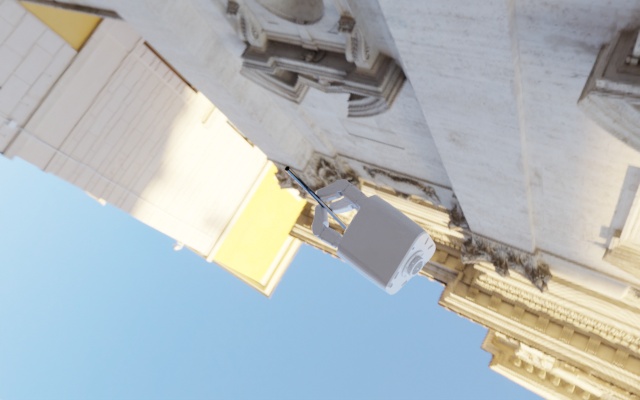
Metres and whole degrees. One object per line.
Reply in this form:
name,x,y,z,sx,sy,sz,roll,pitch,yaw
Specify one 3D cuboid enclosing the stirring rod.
stirring rod,0.000,0.003,0.785,0.011,0.011,0.240,0,-24,26
